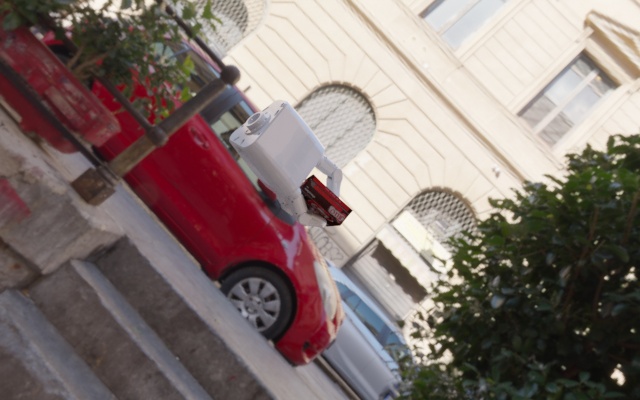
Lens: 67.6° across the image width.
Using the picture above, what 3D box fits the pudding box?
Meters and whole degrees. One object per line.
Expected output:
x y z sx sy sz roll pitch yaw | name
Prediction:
0.000 0.002 0.812 0.090 0.039 0.113 43 -8 -5 | pudding box
